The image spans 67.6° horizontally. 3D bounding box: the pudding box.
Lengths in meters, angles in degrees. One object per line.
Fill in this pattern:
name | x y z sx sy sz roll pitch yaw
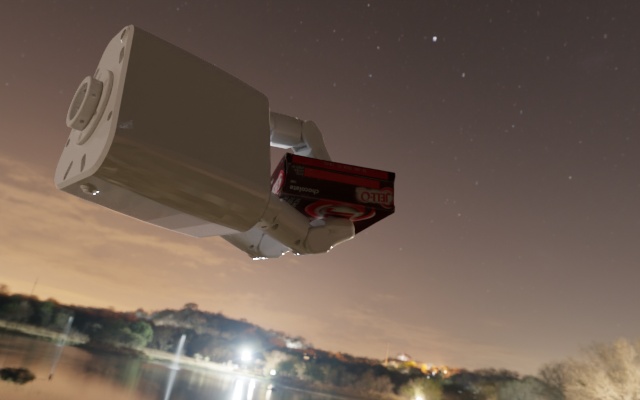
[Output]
pudding box | 0.000 0.001 0.403 0.090 0.039 0.113 10 -16 -14
